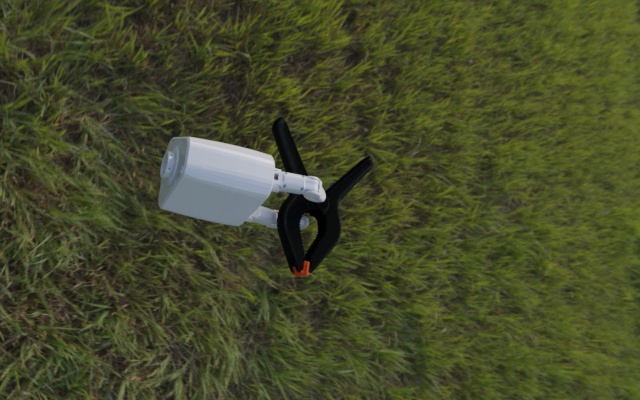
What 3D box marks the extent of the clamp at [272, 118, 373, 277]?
[{"bbox_3d":[0.000,0.002,0.662,0.164,0.210,0.036,12,-17,-27],"label":"clamp"}]
